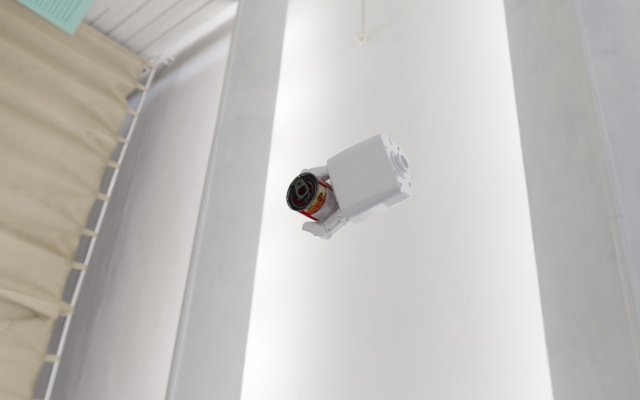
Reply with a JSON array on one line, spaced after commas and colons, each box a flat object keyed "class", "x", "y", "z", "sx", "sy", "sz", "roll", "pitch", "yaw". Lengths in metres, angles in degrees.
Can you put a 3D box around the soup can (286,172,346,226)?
[{"class": "soup can", "x": 0.000, "y": 0.003, "z": 0.805, "sx": 0.068, "sy": 0.068, "sz": 0.102, "roll": 0, "pitch": -20, "yaw": 40}]
